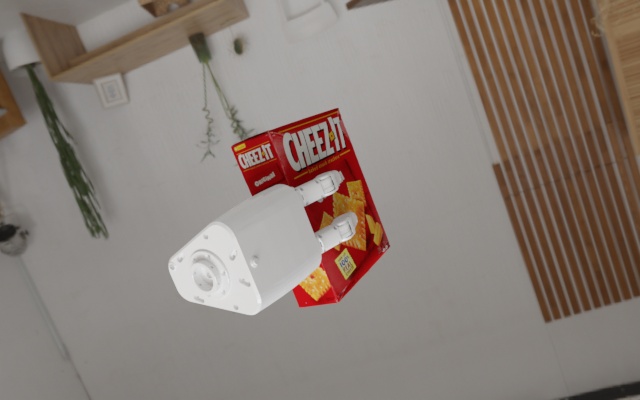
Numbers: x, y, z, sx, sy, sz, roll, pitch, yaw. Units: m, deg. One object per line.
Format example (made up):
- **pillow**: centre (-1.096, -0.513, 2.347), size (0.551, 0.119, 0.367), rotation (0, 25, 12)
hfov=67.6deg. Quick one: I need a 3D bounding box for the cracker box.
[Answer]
- **cracker box**: centre (0.000, 0.002, 0.613), size (0.072, 0.214, 0.164), rotation (-15, 10, 35)
